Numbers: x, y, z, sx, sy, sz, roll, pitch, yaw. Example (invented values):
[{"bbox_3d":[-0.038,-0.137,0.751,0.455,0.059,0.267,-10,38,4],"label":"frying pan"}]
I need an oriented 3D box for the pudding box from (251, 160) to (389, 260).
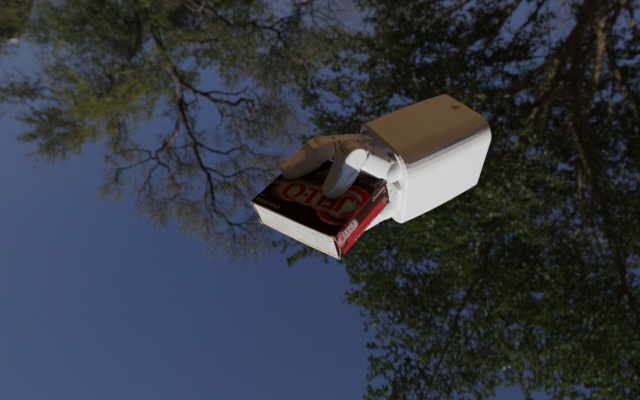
[{"bbox_3d":[0.000,0.002,0.491,0.113,0.039,0.090,19,50,36],"label":"pudding box"}]
